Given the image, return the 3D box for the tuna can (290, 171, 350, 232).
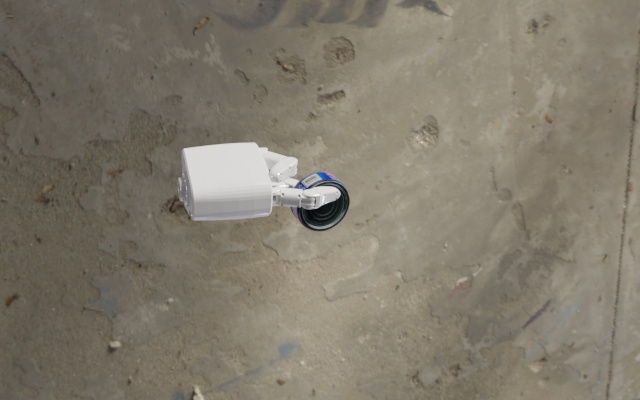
[{"bbox_3d":[0.000,0.003,0.709,0.086,0.086,0.033,0,25,-27],"label":"tuna can"}]
